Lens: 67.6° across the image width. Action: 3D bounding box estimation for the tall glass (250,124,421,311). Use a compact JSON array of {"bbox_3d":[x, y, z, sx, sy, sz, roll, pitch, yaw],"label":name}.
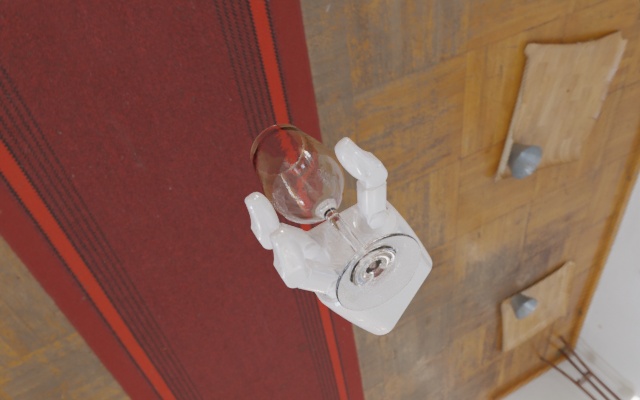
[{"bbox_3d":[0.000,0.002,0.427,0.079,0.079,0.201,0,33,-32],"label":"tall glass"}]
